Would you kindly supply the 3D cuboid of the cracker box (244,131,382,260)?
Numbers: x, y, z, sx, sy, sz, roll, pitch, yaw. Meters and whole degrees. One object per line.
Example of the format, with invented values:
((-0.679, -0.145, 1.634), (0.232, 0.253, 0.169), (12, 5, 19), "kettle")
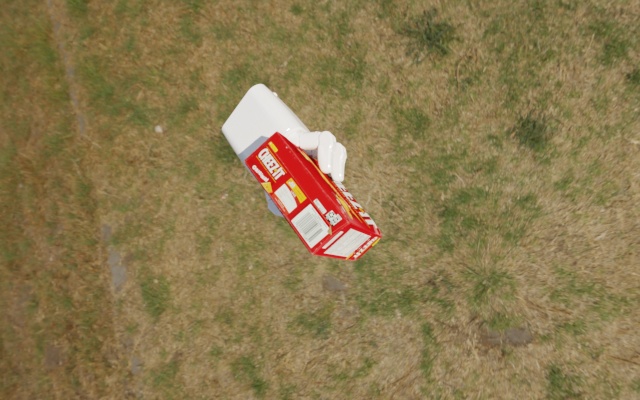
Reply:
((0.000, 0.002, 0.708), (0.072, 0.164, 0.214), (-41, -19, 9), "cracker box")
